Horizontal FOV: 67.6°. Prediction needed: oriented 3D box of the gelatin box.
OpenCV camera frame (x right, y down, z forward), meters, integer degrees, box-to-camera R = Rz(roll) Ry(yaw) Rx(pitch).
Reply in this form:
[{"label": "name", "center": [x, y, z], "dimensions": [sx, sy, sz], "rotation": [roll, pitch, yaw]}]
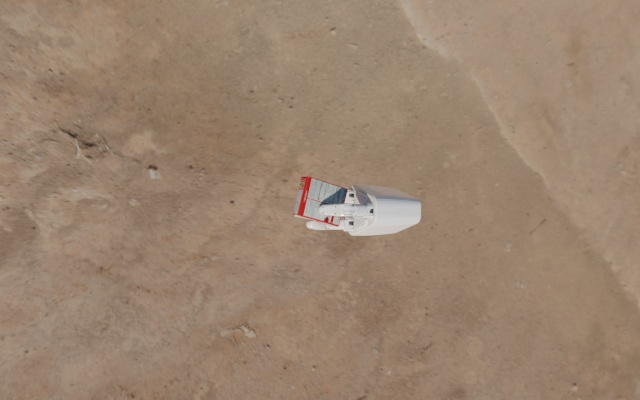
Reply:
[{"label": "gelatin box", "center": [0.000, 0.003, 0.867], "dimensions": [0.089, 0.073, 0.030], "rotation": [17, -8, -29]}]
